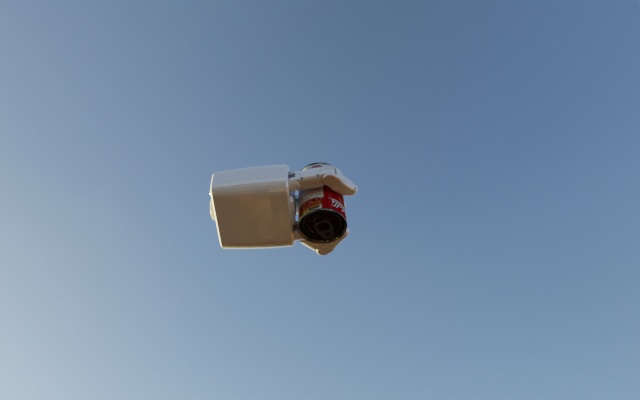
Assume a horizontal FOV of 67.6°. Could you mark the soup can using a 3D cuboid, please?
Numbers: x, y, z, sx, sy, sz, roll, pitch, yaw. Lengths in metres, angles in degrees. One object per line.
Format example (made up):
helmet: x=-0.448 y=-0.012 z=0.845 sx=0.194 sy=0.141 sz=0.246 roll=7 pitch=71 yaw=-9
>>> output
soup can: x=0.001 y=0.002 z=0.686 sx=0.068 sy=0.069 sz=0.102 roll=0 pitch=43 yaw=-4
